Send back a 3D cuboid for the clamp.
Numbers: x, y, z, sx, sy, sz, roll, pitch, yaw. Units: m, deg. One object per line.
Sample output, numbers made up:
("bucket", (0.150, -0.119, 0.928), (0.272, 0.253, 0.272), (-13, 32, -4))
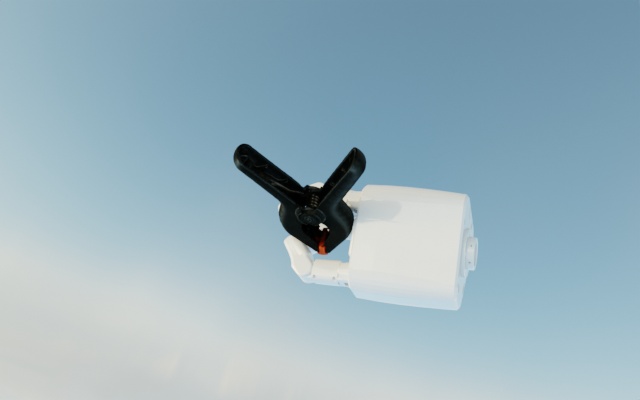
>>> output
("clamp", (0.000, 0.002, 0.472), (0.120, 0.039, 0.172), (4, -31, 24))
